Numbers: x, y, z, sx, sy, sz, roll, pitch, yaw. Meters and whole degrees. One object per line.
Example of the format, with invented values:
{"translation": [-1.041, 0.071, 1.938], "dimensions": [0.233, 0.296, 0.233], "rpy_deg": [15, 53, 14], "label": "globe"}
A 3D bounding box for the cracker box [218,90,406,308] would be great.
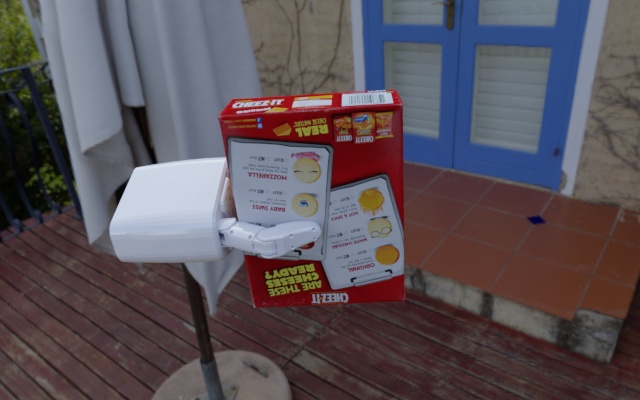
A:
{"translation": [0.000, 0.002, 0.485], "dimensions": [0.164, 0.214, 0.072], "rpy_deg": [-3, 27, 5], "label": "cracker box"}
